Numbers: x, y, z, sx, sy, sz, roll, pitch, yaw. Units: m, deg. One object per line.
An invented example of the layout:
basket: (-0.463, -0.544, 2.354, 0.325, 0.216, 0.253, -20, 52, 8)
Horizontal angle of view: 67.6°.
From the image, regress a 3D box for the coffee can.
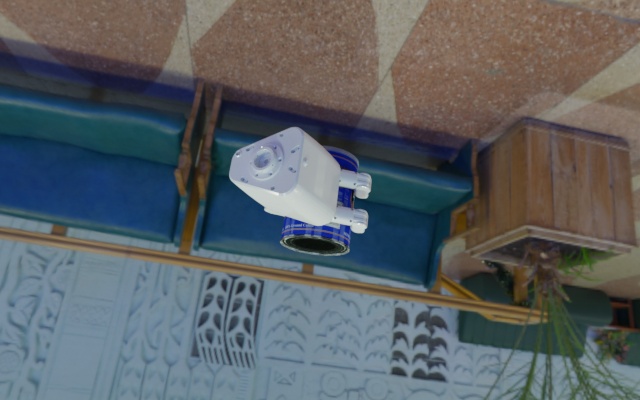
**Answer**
coffee can: (0.000, 0.002, 0.718, 0.103, 0.140, 0.103, 7, -19, 2)
